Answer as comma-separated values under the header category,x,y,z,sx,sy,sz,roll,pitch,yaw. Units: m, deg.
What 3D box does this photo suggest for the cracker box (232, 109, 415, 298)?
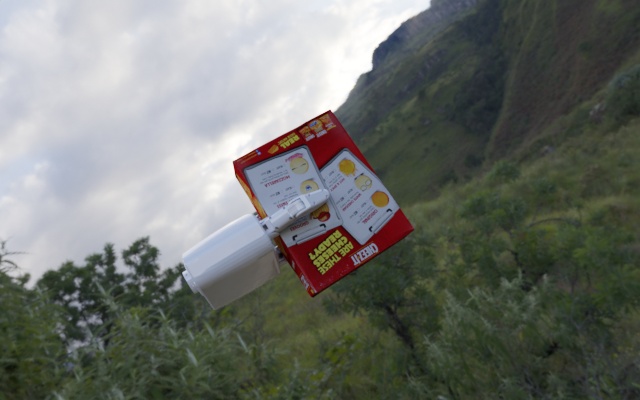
category,x,y,z,sx,sy,sz,roll,pitch,yaw
cracker box,0.000,0.002,0.675,0.164,0.213,0.072,-31,-12,-14
